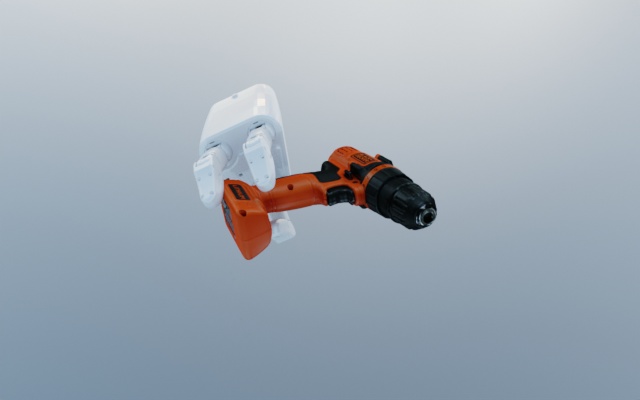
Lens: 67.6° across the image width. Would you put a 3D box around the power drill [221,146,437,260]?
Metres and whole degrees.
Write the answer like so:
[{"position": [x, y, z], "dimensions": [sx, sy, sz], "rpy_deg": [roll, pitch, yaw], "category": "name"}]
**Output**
[{"position": [0.000, 0.002, 0.490], "dimensions": [0.187, 0.057, 0.184], "rpy_deg": [-14, 24, -19], "category": "power drill"}]
